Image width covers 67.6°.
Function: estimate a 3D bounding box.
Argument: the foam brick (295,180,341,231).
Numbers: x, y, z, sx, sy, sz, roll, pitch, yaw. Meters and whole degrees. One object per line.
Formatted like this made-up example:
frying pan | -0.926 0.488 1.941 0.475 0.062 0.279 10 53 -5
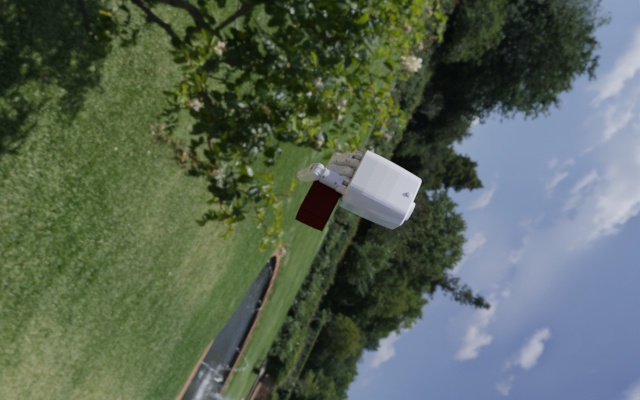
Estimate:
foam brick | 0.000 0.003 0.797 0.051 0.078 0.053 27 -25 1
